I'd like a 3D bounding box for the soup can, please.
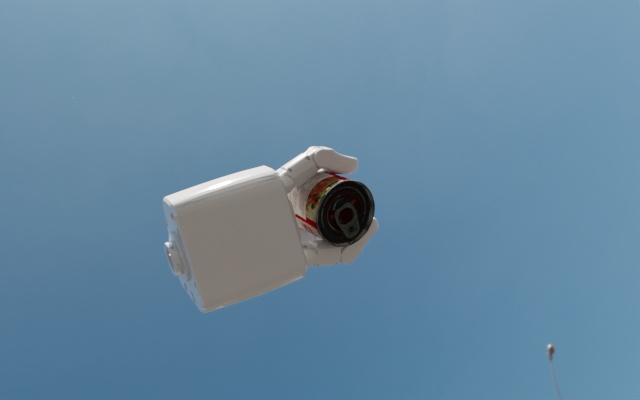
[{"bbox_3d":[0.000,0.001,0.507,0.068,0.068,0.102,0,13,-32],"label":"soup can"}]
